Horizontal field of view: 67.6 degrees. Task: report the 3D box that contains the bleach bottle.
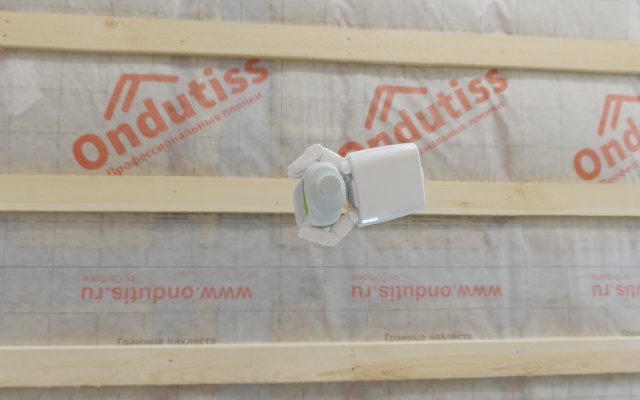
[{"bbox_3d":[0.000,0.002,0.729,0.068,0.102,0.251,-11,-4,-7],"label":"bleach bottle"}]
